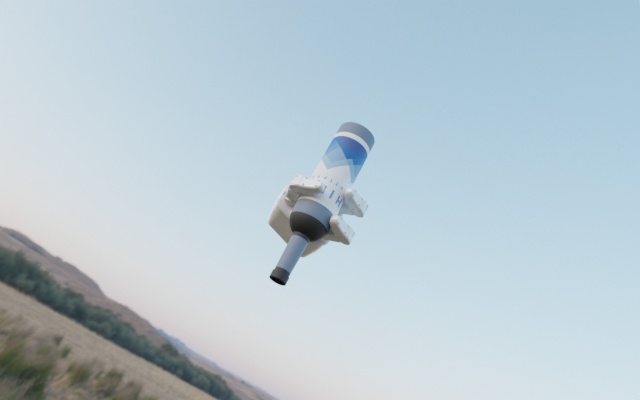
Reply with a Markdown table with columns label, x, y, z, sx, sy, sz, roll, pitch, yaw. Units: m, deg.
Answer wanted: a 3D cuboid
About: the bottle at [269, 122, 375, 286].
| label | x | y | z | sx | sy | sz | roll | pitch | yaw |
| --- | --- | --- | --- | --- | --- | --- | --- | --- | --- |
| bottle | 0.000 | 0.002 | 0.763 | 0.069 | 0.295 | 0.069 | 23 | -27 | 12 |
